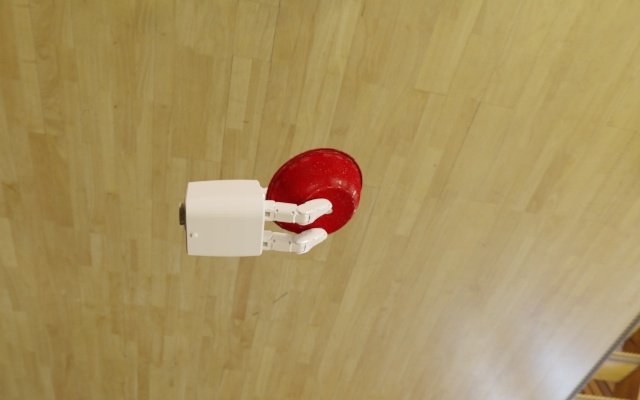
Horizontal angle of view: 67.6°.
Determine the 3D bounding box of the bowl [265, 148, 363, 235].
[{"bbox_3d":[0.002,0.002,0.732,0.162,0.162,0.055,0,35,-24],"label":"bowl"}]
